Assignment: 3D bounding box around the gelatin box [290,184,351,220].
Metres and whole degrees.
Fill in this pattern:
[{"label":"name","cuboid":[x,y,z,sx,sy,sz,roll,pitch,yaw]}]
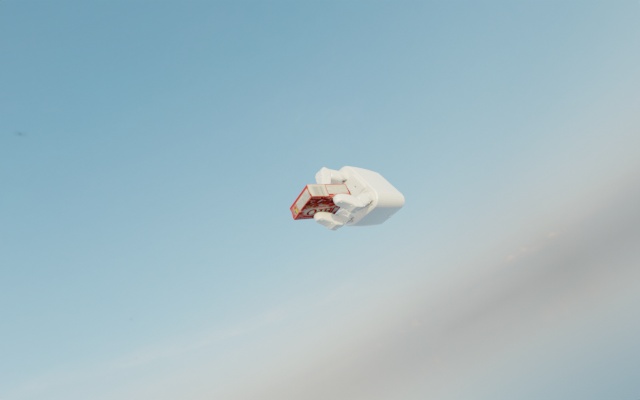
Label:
[{"label":"gelatin box","cuboid":[0.000,0.002,0.858,0.089,0.030,0.073,-2,-34,-36]}]
